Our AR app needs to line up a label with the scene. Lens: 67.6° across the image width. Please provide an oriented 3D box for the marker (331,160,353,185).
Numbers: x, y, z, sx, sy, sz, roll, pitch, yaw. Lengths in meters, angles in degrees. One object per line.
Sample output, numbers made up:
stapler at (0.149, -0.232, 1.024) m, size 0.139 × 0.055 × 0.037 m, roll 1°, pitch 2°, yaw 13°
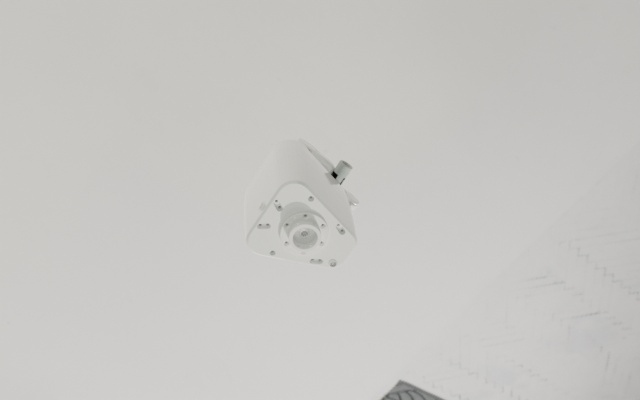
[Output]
marker at (0.000, 0.002, 0.609) m, size 0.020 × 0.121 × 0.020 m, roll 30°, pitch 20°, yaw -12°
